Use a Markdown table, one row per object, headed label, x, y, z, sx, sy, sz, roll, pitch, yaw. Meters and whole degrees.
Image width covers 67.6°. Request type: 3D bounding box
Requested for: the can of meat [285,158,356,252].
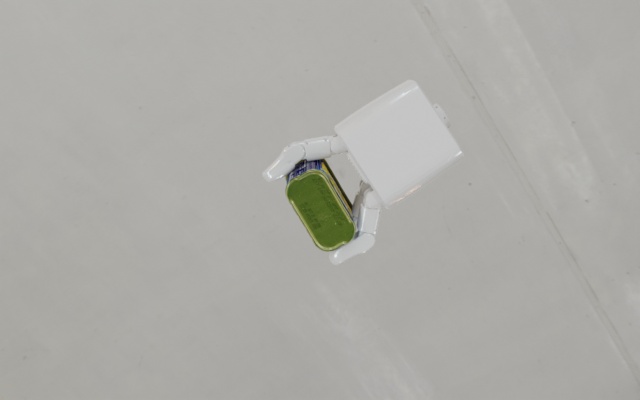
| label | x | y | z | sx | sy | sz | roll | pitch | yaw |
| --- | --- | --- | --- | --- | --- | --- | --- | --- | --- |
| can of meat | 0.000 | 0.002 | 0.569 | 0.057 | 0.102 | 0.084 | -30 | 14 | 6 |
